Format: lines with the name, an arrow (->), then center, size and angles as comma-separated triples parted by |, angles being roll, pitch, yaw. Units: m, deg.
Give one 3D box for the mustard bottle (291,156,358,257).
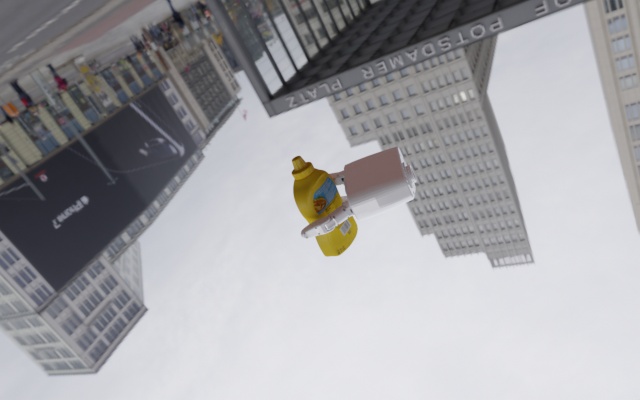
mustard bottle -> 0.000, 0.003, 0.868 | 0.058, 0.192, 0.096 | -8, 31, 39
